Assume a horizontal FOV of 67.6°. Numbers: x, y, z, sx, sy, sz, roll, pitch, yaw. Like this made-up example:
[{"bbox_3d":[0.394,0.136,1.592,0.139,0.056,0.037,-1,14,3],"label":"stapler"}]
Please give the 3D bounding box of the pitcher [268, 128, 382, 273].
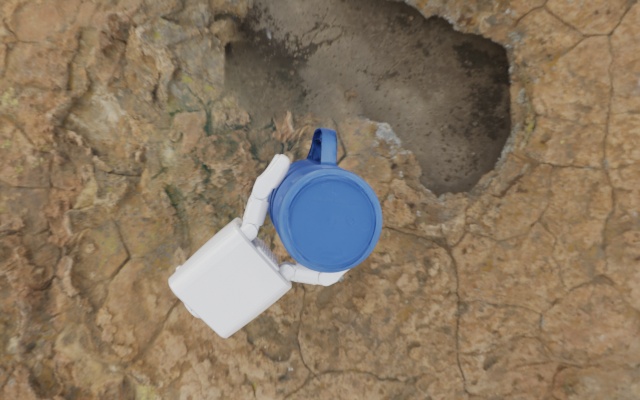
[{"bbox_3d":[0.000,0.002,0.593,0.145,0.149,0.243,-38,7,-2],"label":"pitcher"}]
